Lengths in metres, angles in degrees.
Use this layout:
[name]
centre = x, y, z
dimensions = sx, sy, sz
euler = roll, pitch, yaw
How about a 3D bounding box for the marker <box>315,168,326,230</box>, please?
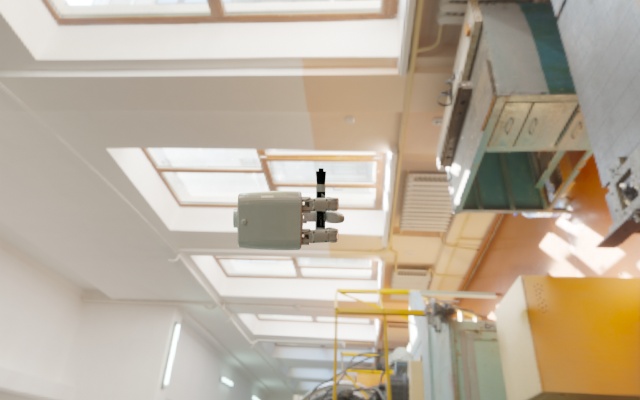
[marker]
centre = 0.000, 0.003, 0.853
dimensions = 0.020, 0.121, 0.020
euler = 1, 4, 0
